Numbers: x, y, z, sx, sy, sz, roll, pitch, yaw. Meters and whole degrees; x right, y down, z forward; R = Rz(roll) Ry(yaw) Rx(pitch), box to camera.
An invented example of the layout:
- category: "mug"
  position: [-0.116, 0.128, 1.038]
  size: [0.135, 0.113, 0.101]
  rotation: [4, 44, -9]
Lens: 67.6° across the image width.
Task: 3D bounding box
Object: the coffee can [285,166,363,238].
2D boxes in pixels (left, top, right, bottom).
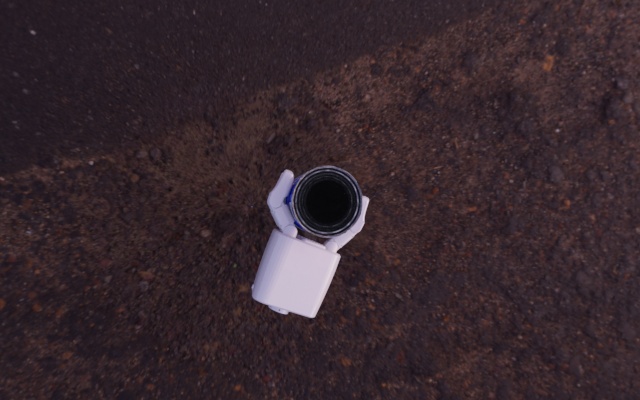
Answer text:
- category: "coffee can"
  position: [0.000, 0.002, 0.740]
  size: [0.103, 0.103, 0.140]
  rotation: [0, -1, -8]
